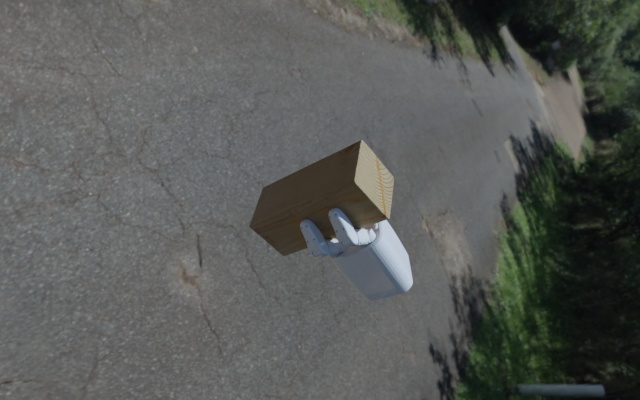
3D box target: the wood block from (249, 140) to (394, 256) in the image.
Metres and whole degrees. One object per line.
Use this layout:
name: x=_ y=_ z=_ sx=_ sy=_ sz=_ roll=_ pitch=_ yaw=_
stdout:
wood block: x=0.001 y=0.002 z=0.741 sx=0.206 sy=0.090 sz=0.090 roll=-23 pitch=-54 yaw=34
